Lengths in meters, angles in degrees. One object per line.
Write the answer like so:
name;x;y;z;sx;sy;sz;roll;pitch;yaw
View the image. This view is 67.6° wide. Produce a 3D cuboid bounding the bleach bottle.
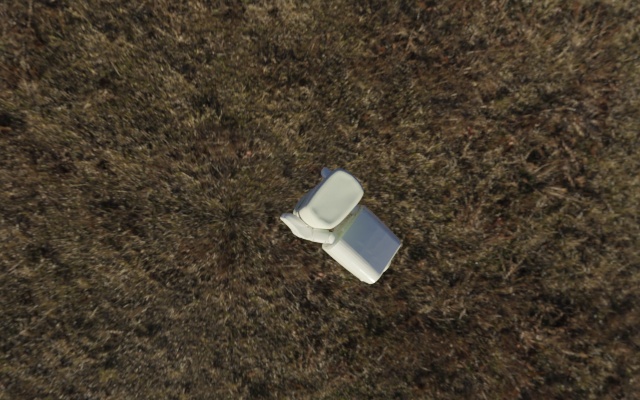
bleach bottle;0.000;0.003;0.895;0.068;0.102;0.251;42;-9;-6
